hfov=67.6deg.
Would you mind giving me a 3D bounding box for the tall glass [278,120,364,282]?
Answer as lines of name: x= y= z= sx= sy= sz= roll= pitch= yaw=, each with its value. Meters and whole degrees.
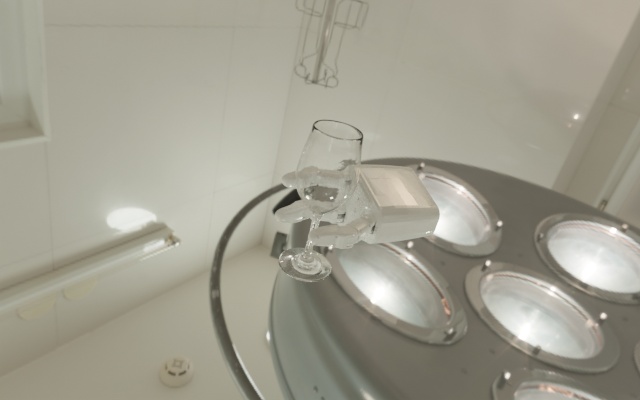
tall glass: x=0.000 y=0.003 z=0.609 sx=0.079 sy=0.201 sz=0.079 roll=11 pitch=28 yaw=-6
